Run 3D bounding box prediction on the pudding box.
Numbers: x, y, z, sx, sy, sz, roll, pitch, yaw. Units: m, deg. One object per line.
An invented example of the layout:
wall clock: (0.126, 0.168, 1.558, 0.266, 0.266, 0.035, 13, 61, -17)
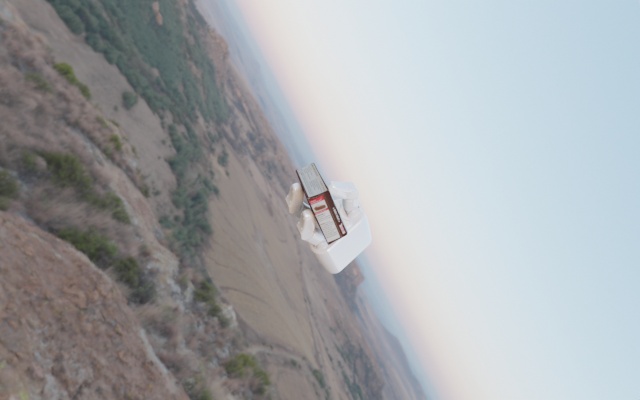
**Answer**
pudding box: (0.000, 0.002, 0.756, 0.039, 0.090, 0.113, -26, 29, -2)
